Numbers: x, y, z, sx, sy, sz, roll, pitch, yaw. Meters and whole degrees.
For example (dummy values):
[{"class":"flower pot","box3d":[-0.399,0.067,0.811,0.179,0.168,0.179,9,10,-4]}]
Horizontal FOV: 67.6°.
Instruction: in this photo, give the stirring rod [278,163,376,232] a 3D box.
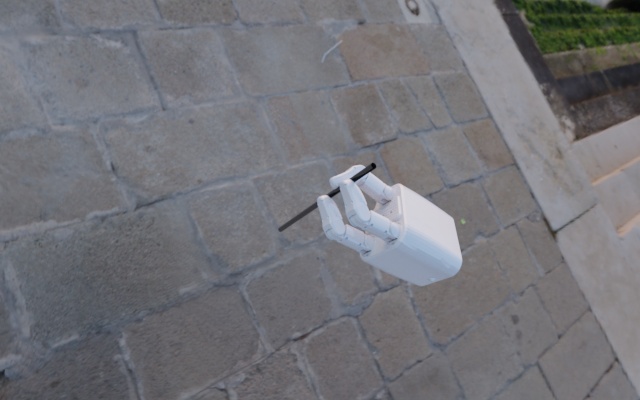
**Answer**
[{"class":"stirring rod","box3d":[0.000,0.002,0.661,0.011,0.011,0.239,0,-21,-34]}]
